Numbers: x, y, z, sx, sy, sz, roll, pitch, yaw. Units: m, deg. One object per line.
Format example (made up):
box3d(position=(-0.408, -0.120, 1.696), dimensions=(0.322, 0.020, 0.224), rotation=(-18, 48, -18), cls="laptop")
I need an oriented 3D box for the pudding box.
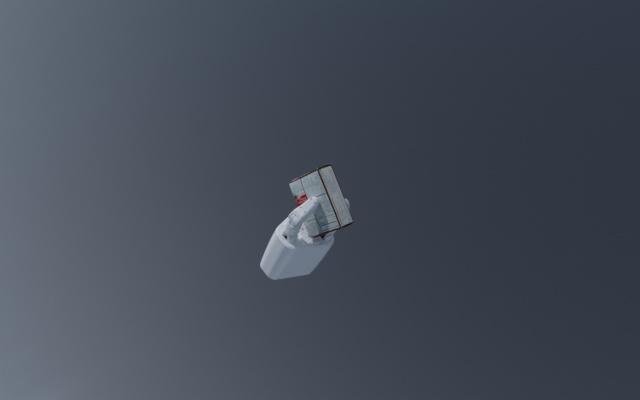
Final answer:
box3d(position=(0.000, 0.003, 0.844), dimensions=(0.039, 0.113, 0.090), rotation=(-23, 1, -43), cls="pudding box")
